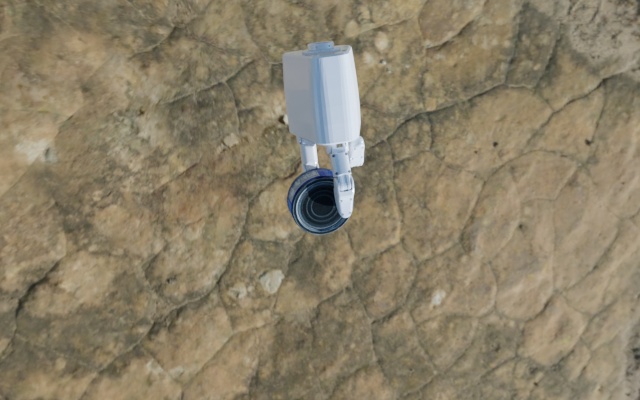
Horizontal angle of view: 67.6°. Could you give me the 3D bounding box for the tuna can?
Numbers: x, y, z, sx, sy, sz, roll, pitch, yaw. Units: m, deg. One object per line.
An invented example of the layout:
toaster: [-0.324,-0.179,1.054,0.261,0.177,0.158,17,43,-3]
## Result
tuna can: [0.000,0.002,0.638,0.086,0.086,0.033,0,23,-15]
